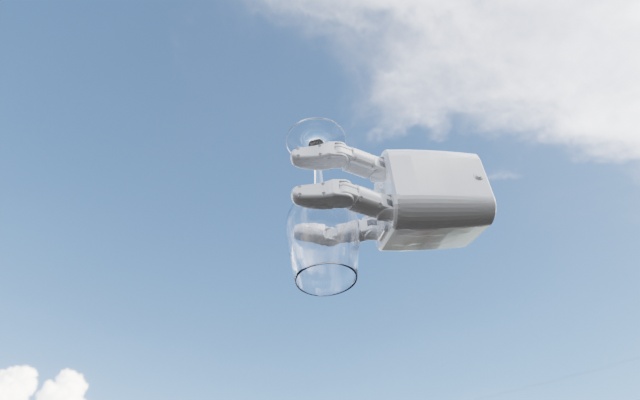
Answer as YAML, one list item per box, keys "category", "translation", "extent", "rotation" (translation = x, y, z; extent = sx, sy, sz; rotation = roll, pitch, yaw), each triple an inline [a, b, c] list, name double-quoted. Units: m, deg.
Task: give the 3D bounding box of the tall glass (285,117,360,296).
- category: "tall glass"
  translation: [0.000, 0.001, 0.525]
  extent: [0.079, 0.200, 0.079]
  rotation: [-2, -40, -2]
